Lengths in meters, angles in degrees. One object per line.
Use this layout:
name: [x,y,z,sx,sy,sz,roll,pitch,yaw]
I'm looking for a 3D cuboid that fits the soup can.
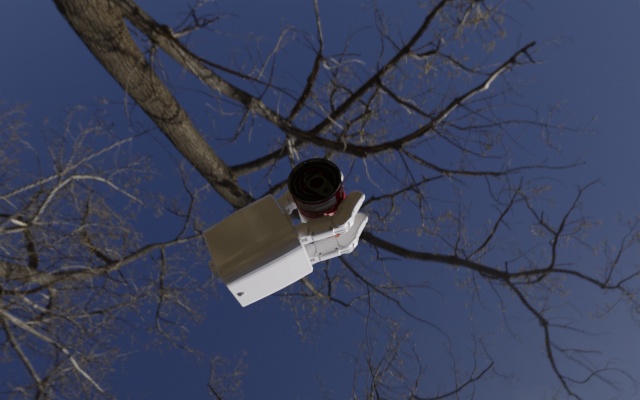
soup can: [0.001,0.002,0.631,0.068,0.068,0.102,0,-34,11]
